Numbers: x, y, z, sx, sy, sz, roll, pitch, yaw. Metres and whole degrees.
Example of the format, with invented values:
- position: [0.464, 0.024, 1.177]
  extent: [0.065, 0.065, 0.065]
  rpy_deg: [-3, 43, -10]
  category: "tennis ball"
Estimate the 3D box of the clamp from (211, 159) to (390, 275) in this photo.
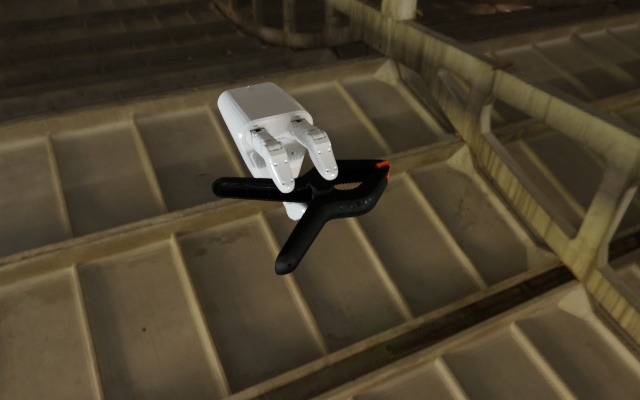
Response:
- position: [0.000, 0.002, 0.544]
  extent: [0.210, 0.036, 0.164]
  rpy_deg: [-16, 42, -22]
  category: "clamp"
